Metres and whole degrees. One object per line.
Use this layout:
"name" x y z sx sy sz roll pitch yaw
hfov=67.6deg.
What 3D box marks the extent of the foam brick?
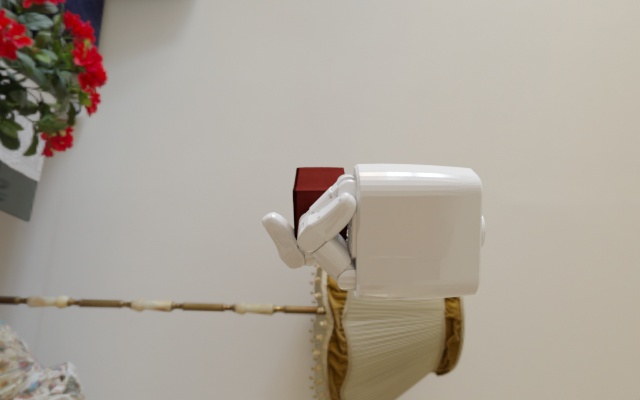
"foam brick" 0.000 0.001 0.482 0.051 0.053 0.078 -1 21 0
